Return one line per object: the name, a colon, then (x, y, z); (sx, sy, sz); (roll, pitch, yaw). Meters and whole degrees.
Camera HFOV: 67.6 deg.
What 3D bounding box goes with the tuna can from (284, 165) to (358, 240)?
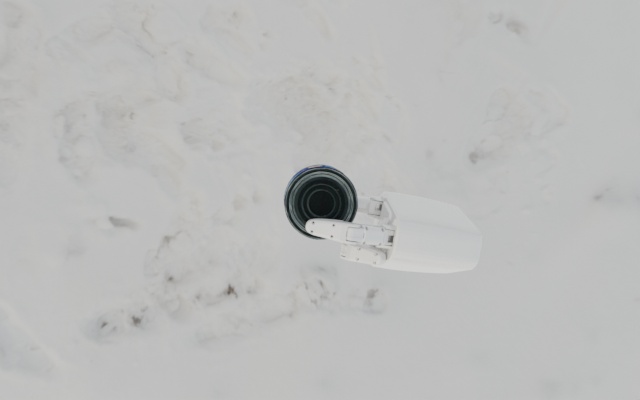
tuna can: (0.000, 0.002, 0.555); (0.086, 0.086, 0.033); (0, 7, -4)
